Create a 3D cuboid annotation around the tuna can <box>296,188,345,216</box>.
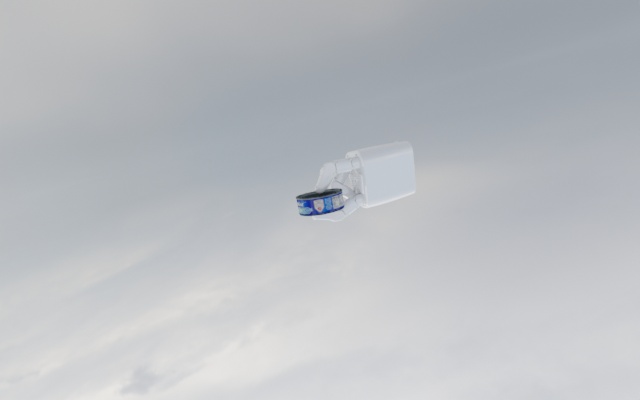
[{"bbox_3d":[0.000,0.003,0.865,0.086,0.034,0.086,-10,9,1],"label":"tuna can"}]
